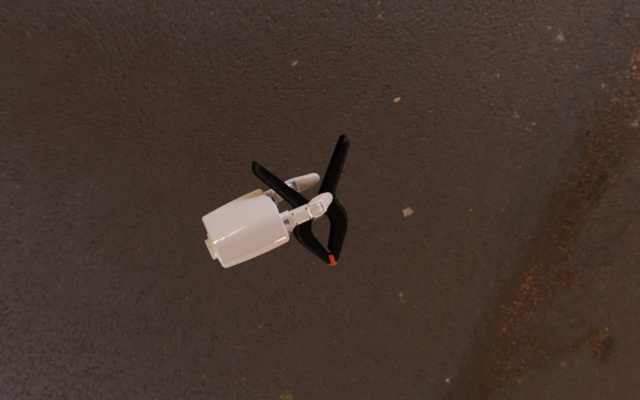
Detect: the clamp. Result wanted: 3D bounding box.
[{"bbox_3d":[0.000,0.003,0.781,0.164,0.210,0.036,-25,15,-12],"label":"clamp"}]
